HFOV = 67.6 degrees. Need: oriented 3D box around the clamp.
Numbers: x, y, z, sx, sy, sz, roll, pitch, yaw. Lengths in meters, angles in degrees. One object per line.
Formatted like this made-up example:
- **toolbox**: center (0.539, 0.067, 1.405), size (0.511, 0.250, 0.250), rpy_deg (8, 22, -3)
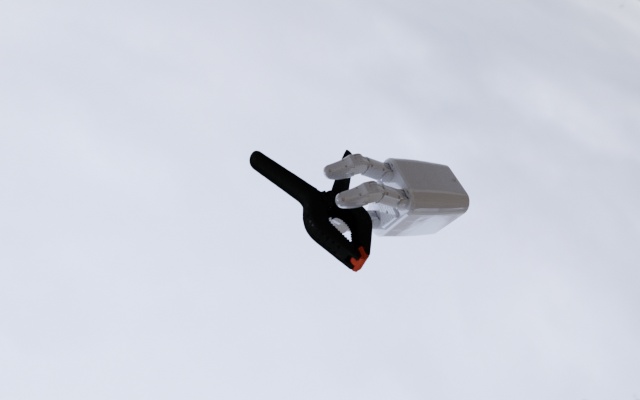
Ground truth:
- **clamp**: center (0.000, 0.003, 0.633), size (0.164, 0.209, 0.036), rpy_deg (1, -43, -25)
